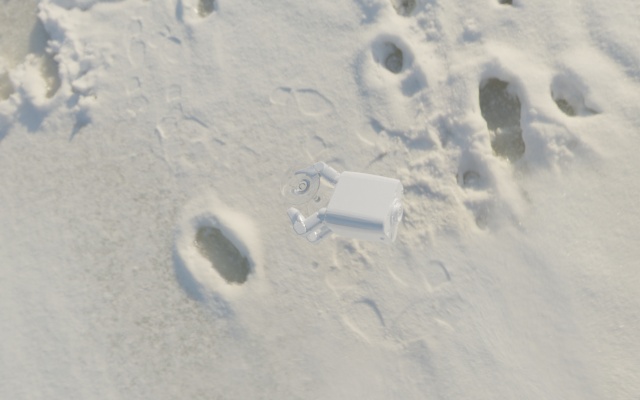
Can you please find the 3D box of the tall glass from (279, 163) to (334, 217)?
[{"bbox_3d":[0.000,0.003,0.886,0.079,0.079,0.201,0,-18,22],"label":"tall glass"}]
